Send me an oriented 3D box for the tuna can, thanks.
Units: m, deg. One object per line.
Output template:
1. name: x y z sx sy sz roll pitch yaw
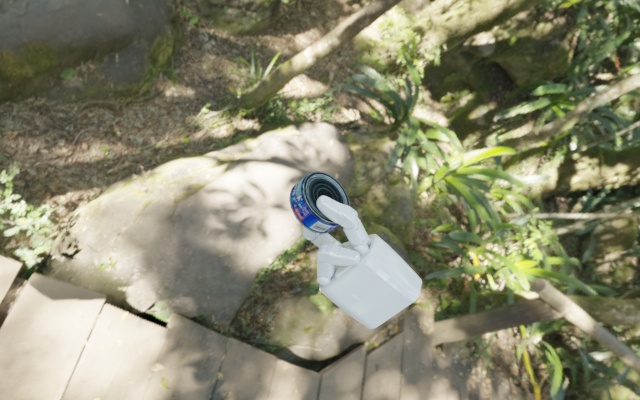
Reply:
1. tuna can: 0.000 0.002 0.685 0.086 0.086 0.034 0 -26 -41
